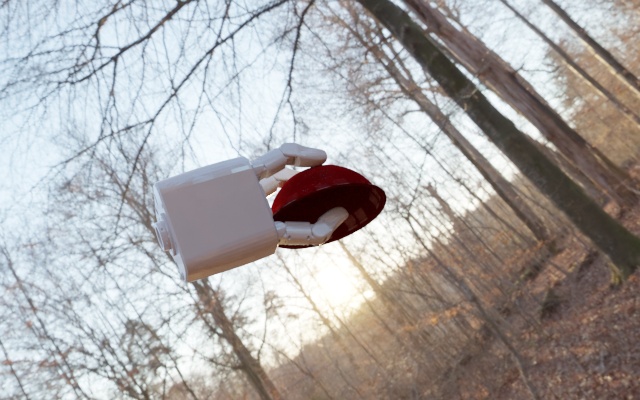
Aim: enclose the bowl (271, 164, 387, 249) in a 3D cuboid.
[{"bbox_3d":[0.001,0.002,0.612,0.162,0.055,0.162,-15,-27,-8],"label":"bowl"}]
